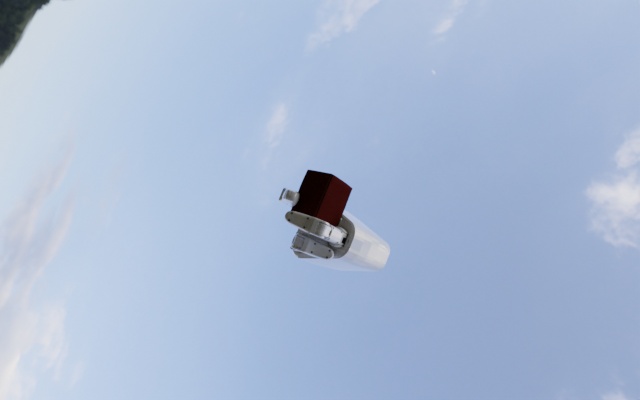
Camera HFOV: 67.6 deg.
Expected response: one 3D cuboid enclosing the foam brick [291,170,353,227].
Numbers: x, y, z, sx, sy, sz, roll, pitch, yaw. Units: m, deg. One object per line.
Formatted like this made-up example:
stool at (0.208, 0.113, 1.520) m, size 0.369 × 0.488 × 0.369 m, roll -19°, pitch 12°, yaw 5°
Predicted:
foam brick at (0.000, 0.002, 0.685) m, size 0.053 × 0.078 × 0.051 m, roll 17°, pitch -7°, yaw 45°
